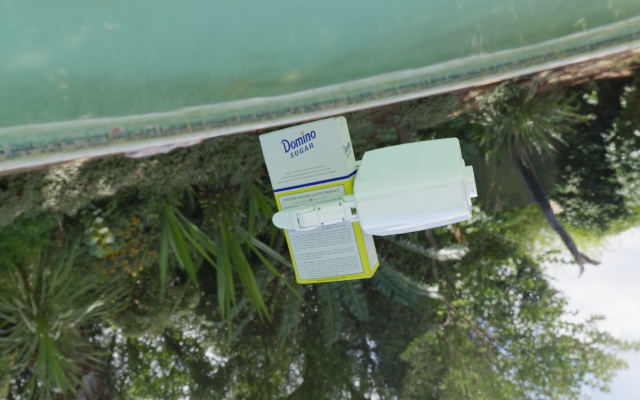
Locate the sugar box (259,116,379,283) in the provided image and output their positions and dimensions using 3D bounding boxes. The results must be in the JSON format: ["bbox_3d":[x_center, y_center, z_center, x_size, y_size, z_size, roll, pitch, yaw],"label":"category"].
[{"bbox_3d":[0.000,0.002,0.534,0.093,0.176,0.048,-9,8,21],"label":"sugar box"}]
